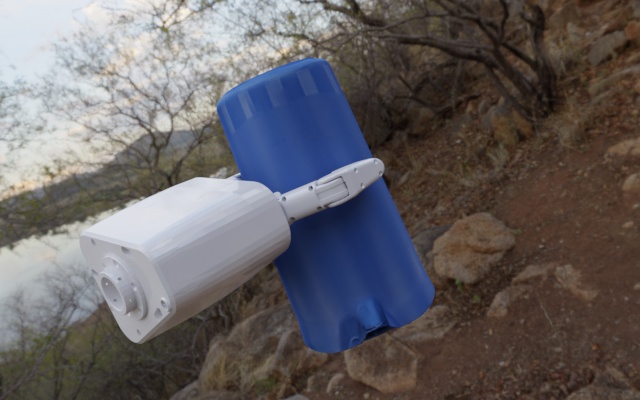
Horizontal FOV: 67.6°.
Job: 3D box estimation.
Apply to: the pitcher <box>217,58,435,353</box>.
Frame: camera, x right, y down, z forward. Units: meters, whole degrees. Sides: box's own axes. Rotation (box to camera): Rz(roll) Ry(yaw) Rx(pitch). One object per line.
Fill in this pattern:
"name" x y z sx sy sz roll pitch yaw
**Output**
"pitcher" 0.000 0.002 0.449 0.149 0.243 0.145 -14 12 45
